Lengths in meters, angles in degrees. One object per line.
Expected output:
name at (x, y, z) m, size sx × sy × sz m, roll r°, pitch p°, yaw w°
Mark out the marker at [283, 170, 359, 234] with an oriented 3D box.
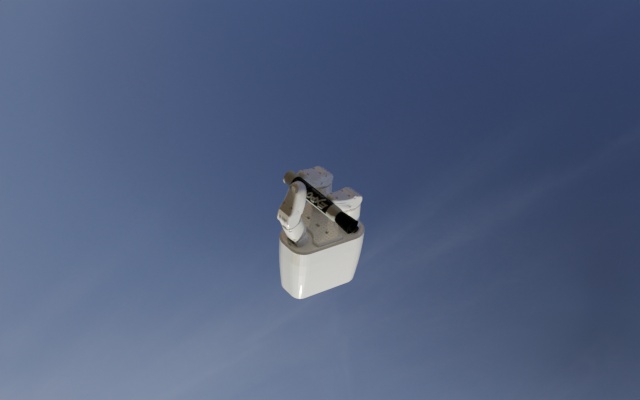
marker at (0.000, 0.002, 0.573) m, size 0.121 × 0.020 × 0.020 m, roll 38°, pitch 22°, yaw 31°
